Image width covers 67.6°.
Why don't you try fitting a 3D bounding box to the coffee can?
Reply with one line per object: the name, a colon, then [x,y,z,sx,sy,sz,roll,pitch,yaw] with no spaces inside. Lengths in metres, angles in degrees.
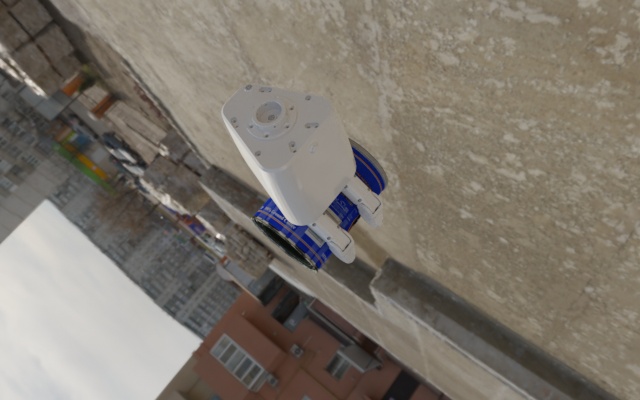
coffee can: [0.000,0.002,0.581,0.103,0.140,0.103,37,-14,11]
